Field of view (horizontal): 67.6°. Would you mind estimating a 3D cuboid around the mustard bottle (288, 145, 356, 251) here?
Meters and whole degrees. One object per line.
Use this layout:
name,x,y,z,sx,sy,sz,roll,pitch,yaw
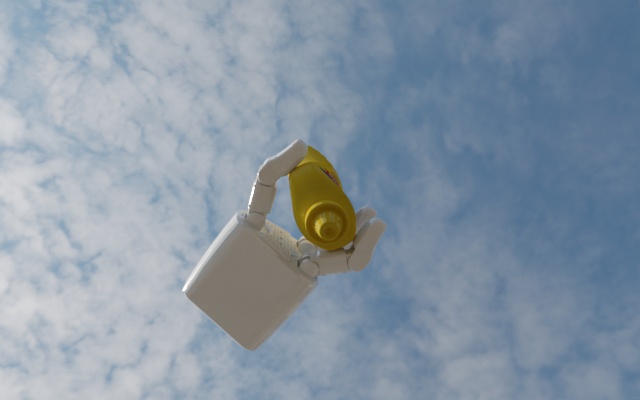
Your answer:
mustard bottle,0.000,0.001,0.514,0.058,0.096,0.191,-26,16,4
